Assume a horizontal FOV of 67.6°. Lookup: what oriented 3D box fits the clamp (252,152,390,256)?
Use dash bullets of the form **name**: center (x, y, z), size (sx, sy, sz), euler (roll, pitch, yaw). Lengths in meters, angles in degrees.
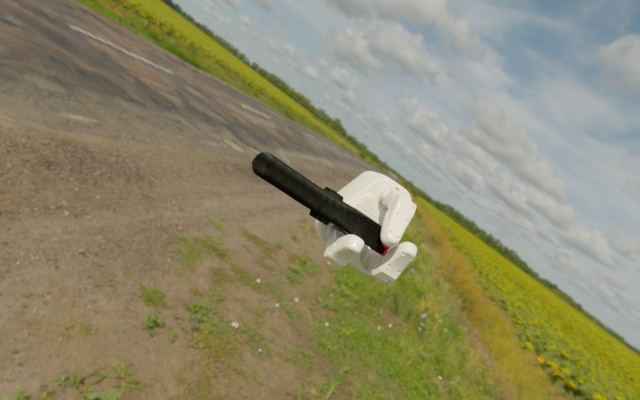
- **clamp**: center (0.001, 0.001, 0.519), size (0.171, 0.039, 0.120), euler (35, 4, -10)
